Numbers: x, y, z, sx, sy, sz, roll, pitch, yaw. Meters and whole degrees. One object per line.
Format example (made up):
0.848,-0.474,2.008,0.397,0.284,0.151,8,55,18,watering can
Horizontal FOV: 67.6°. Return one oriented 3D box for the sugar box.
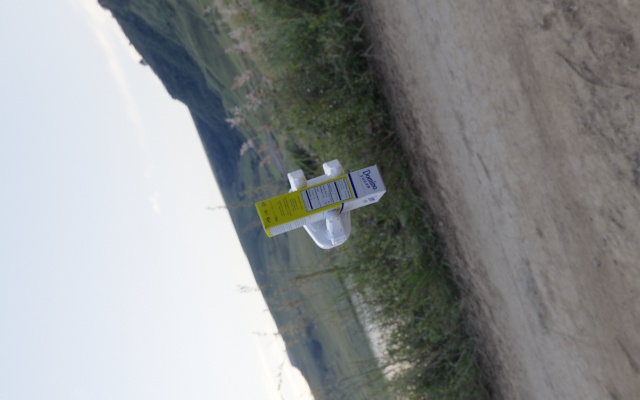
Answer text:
0.000,0.002,0.686,0.176,0.048,0.093,-20,-9,-5,sugar box
